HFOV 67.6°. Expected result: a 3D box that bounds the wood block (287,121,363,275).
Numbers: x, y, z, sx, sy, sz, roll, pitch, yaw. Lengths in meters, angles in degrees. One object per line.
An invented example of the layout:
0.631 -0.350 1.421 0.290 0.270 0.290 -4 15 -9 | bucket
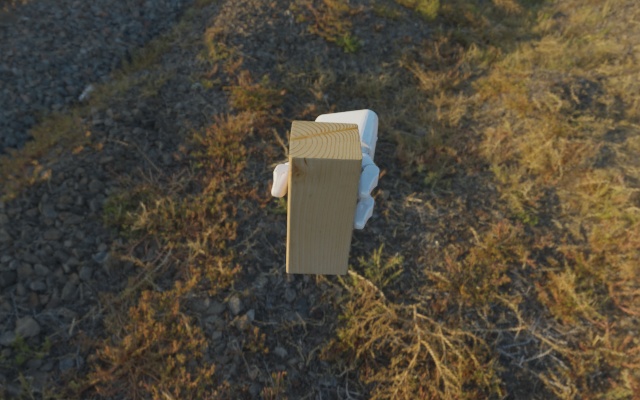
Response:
0.000 0.002 0.670 0.091 0.206 0.090 2 39 -2 | wood block
